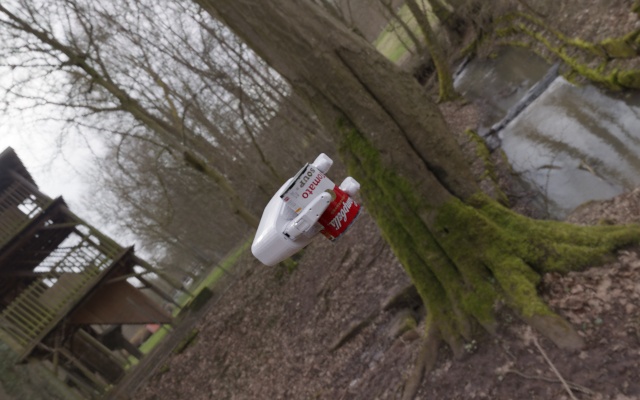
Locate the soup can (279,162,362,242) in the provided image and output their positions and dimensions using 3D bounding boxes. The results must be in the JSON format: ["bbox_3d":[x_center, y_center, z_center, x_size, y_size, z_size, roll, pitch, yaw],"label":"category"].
[{"bbox_3d":[0.000,0.002,0.688,0.102,0.068,0.068,40,-6,-7],"label":"soup can"}]
